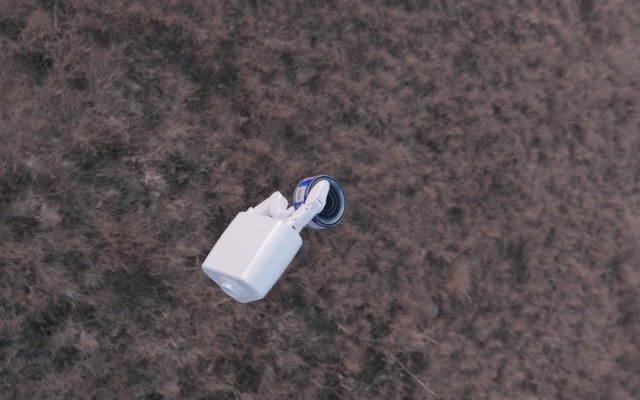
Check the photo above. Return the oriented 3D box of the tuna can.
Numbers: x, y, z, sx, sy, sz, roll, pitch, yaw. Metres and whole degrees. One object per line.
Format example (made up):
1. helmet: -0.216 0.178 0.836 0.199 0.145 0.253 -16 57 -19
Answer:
1. tuna can: 0.001 0.002 0.765 0.086 0.086 0.034 0 -8 -40
